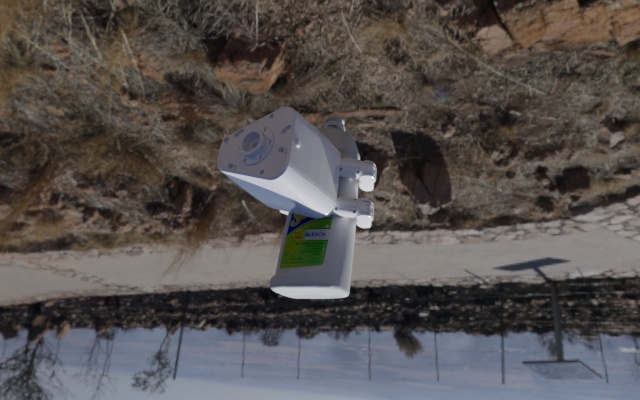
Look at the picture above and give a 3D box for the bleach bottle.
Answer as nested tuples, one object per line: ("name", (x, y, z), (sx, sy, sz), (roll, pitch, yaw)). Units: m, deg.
("bleach bottle", (0.000, 0.002, 0.647), (0.102, 0.250, 0.068), (-7, -26, 29))
